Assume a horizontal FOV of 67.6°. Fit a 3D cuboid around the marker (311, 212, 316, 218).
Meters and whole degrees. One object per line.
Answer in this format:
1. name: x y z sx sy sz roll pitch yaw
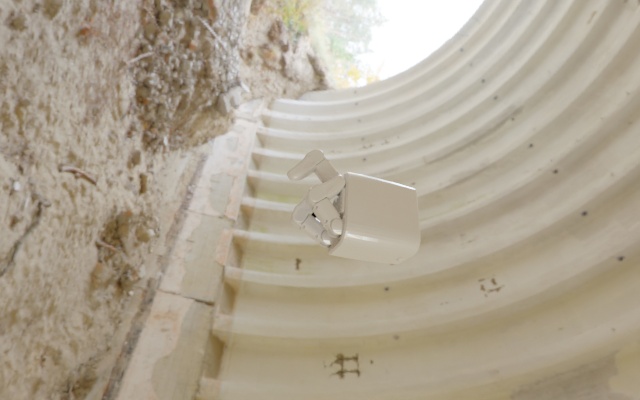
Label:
1. marker: 0.000 0.002 0.704 0.020 0.020 0.121 0 -18 -13
